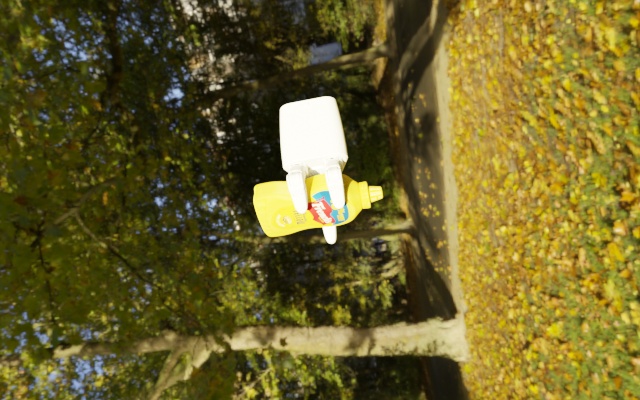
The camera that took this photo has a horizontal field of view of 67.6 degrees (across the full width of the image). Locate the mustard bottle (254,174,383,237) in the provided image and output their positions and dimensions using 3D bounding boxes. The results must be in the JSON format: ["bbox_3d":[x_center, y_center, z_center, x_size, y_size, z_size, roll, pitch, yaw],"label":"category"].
[{"bbox_3d":[0.000,0.003,0.739,0.191,0.096,0.058,-10,44,6],"label":"mustard bottle"}]
